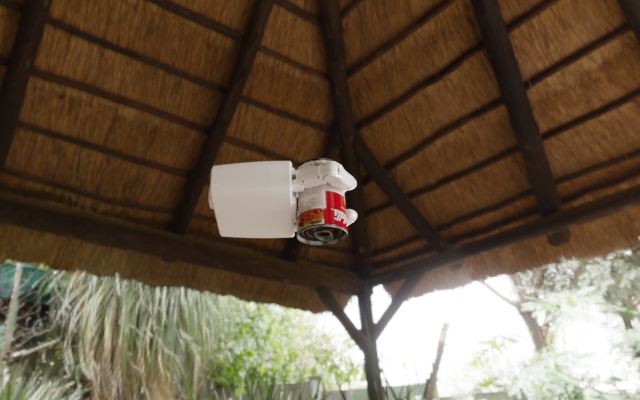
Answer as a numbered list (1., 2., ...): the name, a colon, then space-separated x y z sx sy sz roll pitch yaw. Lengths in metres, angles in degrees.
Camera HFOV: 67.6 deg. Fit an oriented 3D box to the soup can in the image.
1. soup can: 0.001 0.002 0.653 0.068 0.102 0.068 -2 -26 -1
